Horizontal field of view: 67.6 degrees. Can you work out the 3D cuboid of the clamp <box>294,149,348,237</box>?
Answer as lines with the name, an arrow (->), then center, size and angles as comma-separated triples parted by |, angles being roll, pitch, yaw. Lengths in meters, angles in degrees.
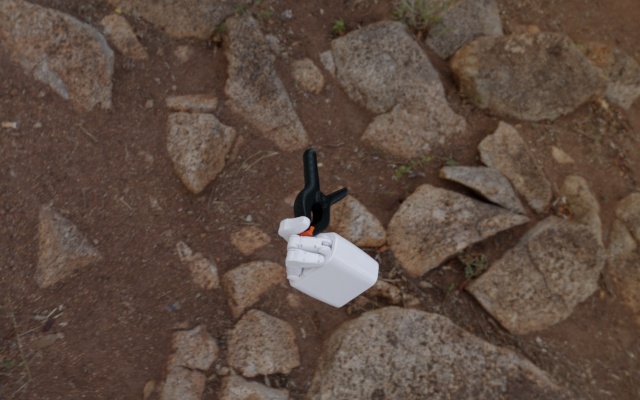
clamp -> 0.000, 0.003, 0.843 | 0.120, 0.171, 0.039 | 35, -40, -30
